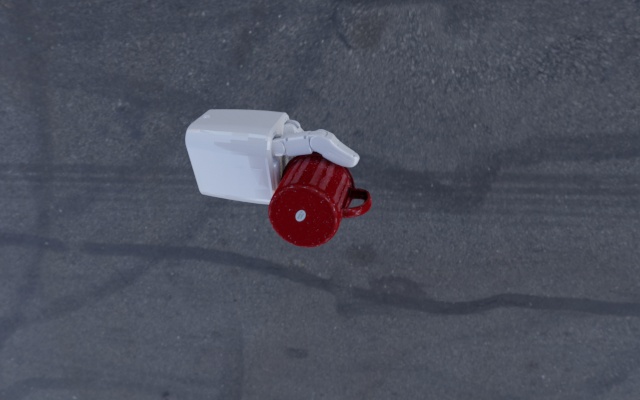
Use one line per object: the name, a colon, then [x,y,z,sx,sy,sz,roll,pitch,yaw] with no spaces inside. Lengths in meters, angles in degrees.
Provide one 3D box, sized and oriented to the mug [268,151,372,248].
mug: [0.001,0.002,0.551,0.117,0.093,0.081,5,29,11]
